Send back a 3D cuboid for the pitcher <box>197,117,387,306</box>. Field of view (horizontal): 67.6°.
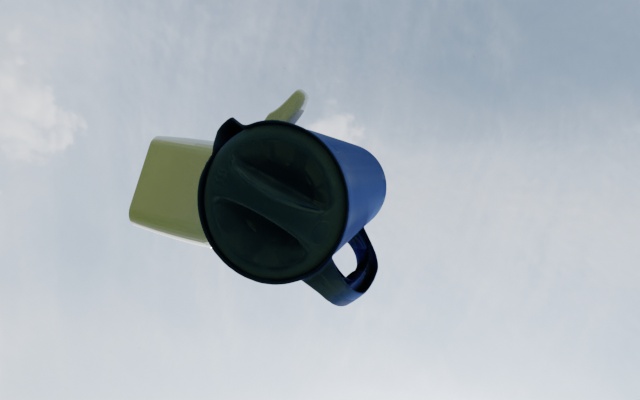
[{"bbox_3d":[0.000,0.002,0.489,0.145,0.149,0.243,9,8,18],"label":"pitcher"}]
